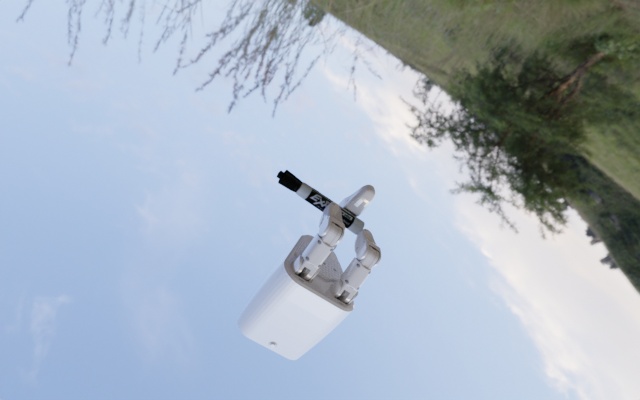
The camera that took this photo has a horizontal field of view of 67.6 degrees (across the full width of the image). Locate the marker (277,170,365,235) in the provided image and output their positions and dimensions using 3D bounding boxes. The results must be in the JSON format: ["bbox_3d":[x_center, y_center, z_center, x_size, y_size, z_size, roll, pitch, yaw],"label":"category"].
[{"bbox_3d":[0.000,0.002,0.562,0.121,0.020,0.020,34,-11,-17],"label":"marker"}]
